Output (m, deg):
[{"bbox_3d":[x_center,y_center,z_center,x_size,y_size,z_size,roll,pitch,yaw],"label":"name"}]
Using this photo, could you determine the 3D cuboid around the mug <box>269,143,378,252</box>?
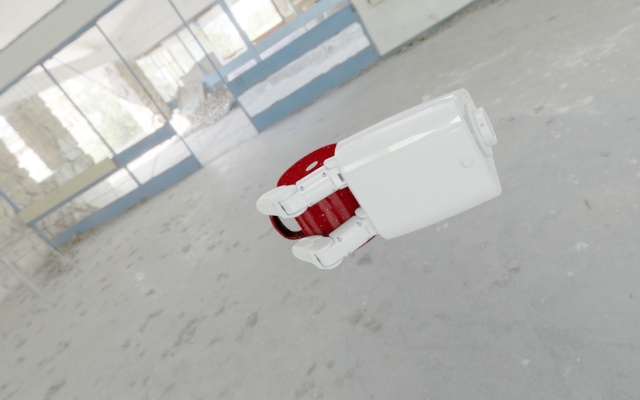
[{"bbox_3d":[-0.001,0.002,0.477,0.117,0.081,0.093,-23,23,25],"label":"mug"}]
